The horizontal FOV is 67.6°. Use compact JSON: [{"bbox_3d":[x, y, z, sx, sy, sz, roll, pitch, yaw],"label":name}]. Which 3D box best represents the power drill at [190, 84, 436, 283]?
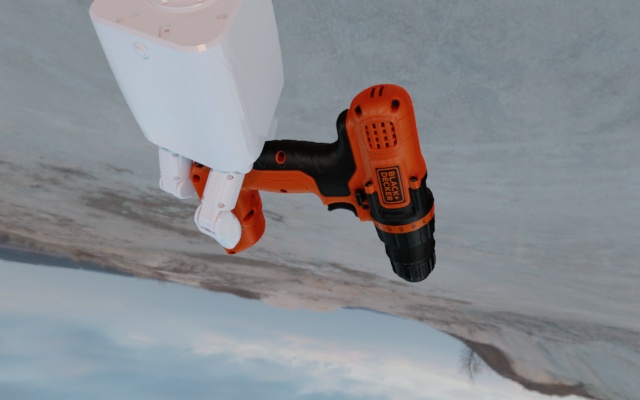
[{"bbox_3d":[0.000,0.001,0.406,0.187,0.184,0.057,-6,34,17],"label":"power drill"}]
